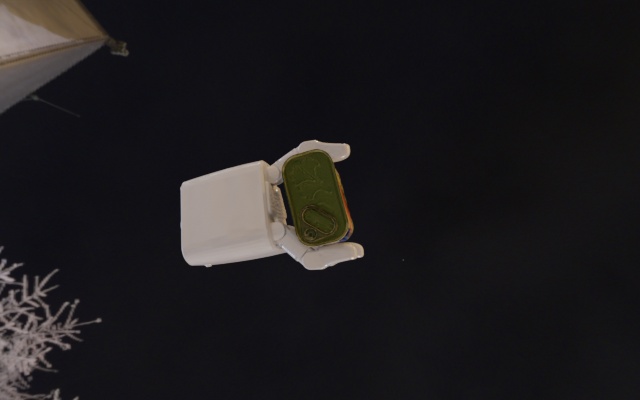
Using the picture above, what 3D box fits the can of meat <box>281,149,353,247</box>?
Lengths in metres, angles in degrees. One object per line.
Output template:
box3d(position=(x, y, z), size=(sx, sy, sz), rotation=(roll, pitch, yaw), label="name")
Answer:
box3d(position=(0.000, 0.002, 0.543), size=(0.057, 0.102, 0.084), rotation=(-16, -9, 7), label="can of meat")
